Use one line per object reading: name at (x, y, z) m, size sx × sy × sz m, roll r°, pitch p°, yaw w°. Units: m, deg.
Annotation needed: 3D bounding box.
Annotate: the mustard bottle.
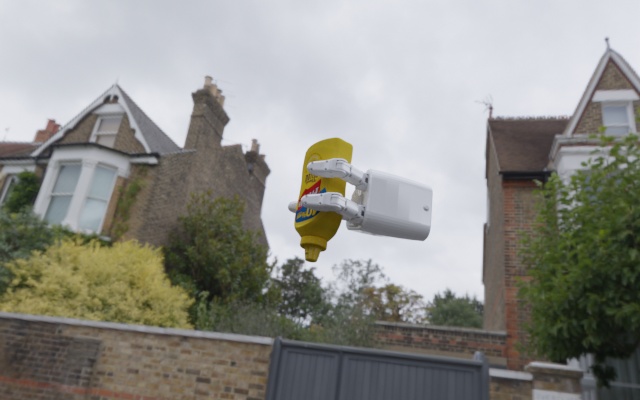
mustard bottle at (0.000, 0.002, 0.742) m, size 0.058 × 0.191 × 0.096 m, roll 24°, pitch -26°, yaw -33°
